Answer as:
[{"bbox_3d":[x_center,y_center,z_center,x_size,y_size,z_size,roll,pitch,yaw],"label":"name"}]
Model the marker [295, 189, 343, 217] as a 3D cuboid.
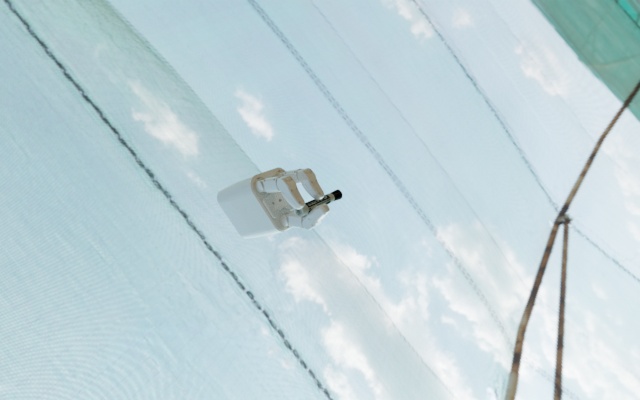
[{"bbox_3d":[0.000,0.003,0.829,0.020,0.020,0.121,0,15,38],"label":"marker"}]
